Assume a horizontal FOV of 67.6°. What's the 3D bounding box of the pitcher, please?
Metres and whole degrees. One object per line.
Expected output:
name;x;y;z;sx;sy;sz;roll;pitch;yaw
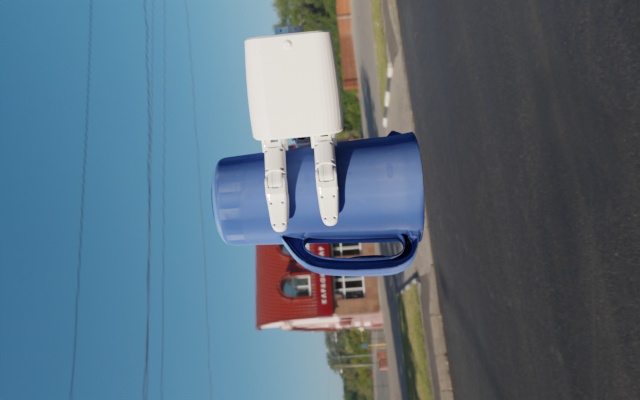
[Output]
pitcher;0.000;0.002;0.571;0.243;0.145;0.149;-5;16;3
